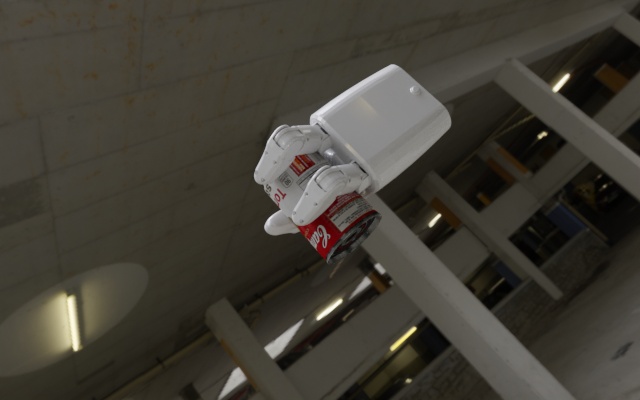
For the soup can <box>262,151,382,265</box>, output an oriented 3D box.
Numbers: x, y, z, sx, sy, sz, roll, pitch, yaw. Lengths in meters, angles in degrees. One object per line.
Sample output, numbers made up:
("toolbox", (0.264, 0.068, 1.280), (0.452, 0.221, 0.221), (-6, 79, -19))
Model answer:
("soup can", (-0.001, 0.002, 0.462), (0.068, 0.102, 0.068), (-38, -18, -15))
